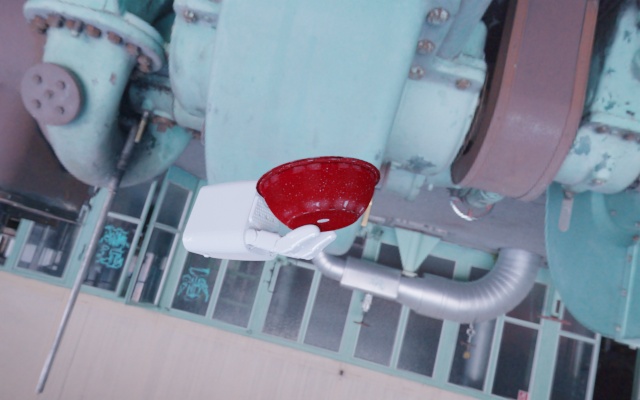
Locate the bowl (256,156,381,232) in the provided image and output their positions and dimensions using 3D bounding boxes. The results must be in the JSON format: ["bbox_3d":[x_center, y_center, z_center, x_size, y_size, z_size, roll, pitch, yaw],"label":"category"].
[{"bbox_3d":[0.001,0.002,0.608,0.162,0.055,0.162,-6,-21,-2],"label":"bowl"}]
